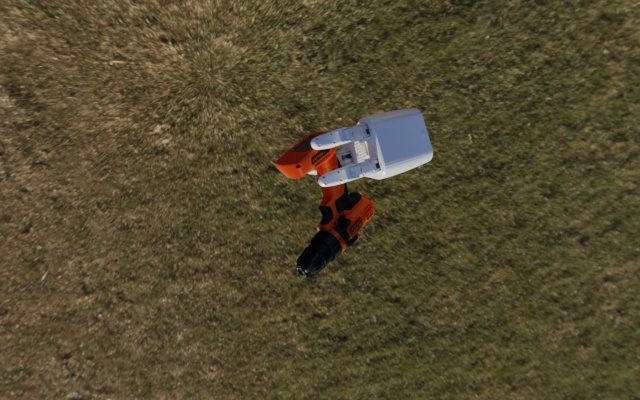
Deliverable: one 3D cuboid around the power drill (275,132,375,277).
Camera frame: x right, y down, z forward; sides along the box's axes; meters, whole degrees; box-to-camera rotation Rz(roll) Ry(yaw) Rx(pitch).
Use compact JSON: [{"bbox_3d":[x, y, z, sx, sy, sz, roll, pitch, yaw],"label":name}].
[{"bbox_3d":[0.000,0.002,0.745,0.057,0.188,0.184,6,40,42],"label":"power drill"}]
